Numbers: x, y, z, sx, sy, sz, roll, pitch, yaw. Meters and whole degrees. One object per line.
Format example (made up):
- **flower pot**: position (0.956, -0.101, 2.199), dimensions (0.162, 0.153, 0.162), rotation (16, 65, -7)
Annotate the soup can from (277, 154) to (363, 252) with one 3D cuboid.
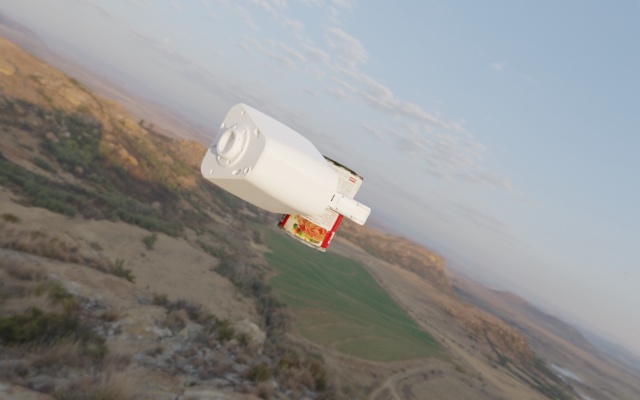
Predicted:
- **soup can**: position (0.001, 0.002, 0.588), dimensions (0.068, 0.102, 0.068), rotation (28, 1, 0)
